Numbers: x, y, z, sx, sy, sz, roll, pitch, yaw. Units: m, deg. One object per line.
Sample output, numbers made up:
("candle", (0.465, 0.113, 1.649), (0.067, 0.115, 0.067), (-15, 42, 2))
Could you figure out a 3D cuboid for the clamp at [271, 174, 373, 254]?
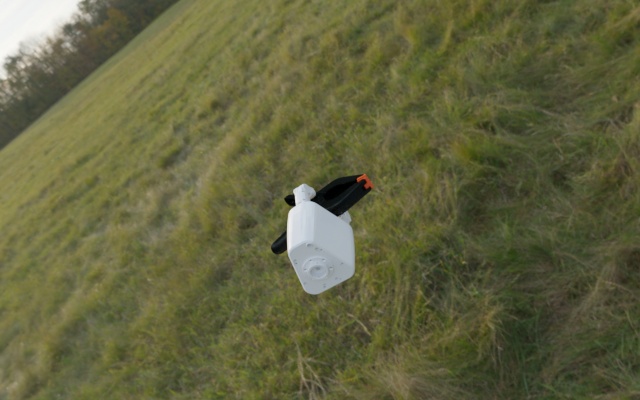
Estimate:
("clamp", (0.000, 0.002, 0.892), (0.210, 0.036, 0.164), (-30, 29, 18))
